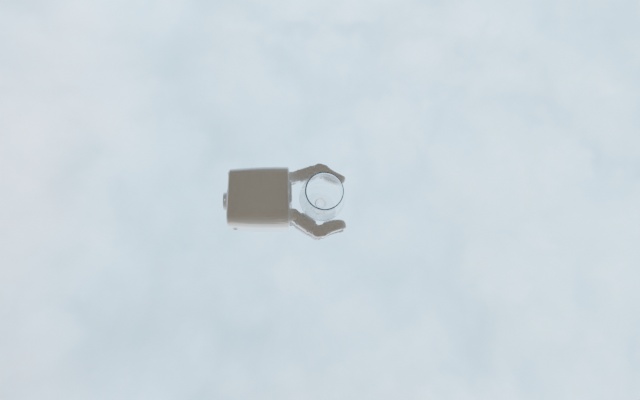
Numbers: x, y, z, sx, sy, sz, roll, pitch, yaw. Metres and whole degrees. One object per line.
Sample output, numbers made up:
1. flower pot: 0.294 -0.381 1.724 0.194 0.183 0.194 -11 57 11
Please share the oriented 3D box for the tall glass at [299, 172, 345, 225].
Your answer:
1. tall glass: 0.000 0.003 0.846 0.079 0.079 0.201 0 -11 -4
